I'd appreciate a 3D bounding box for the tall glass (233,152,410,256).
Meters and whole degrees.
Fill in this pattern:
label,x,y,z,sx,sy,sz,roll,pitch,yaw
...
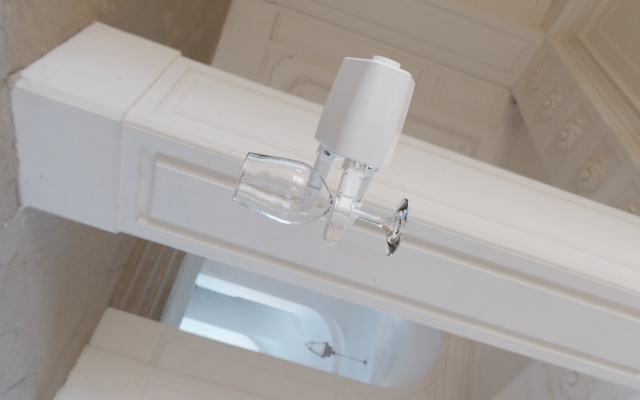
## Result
label,x,y,z,sx,sy,sz,roll,pitch,yaw
tall glass,0.001,0.002,0.575,0.201,0.079,0.079,18,-2,-6
